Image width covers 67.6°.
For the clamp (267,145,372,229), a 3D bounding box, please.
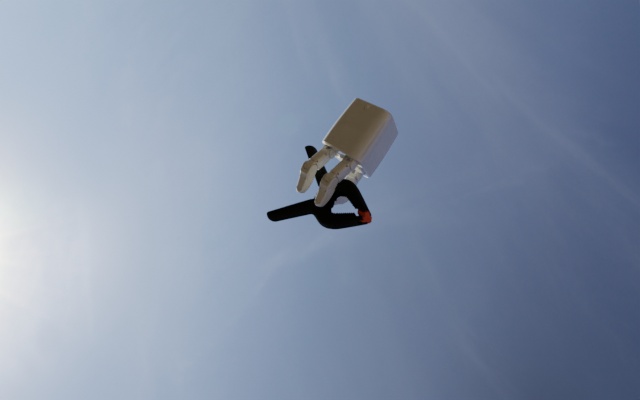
[{"bbox_3d":[0.001,0.003,0.870,0.210,0.164,0.036,34,-1,38],"label":"clamp"}]
